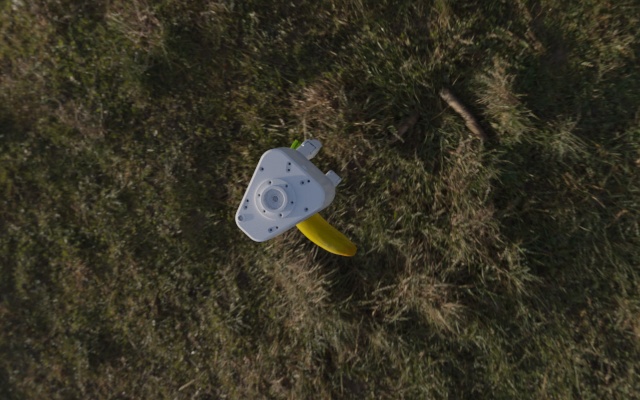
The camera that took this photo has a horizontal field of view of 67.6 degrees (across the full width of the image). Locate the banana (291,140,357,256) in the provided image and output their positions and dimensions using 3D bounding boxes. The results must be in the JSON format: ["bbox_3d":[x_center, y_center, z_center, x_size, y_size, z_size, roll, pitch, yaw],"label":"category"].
[{"bbox_3d":[-0.018,0.008,0.722,0.069,0.198,0.037,-27,0,0],"label":"banana"}]
